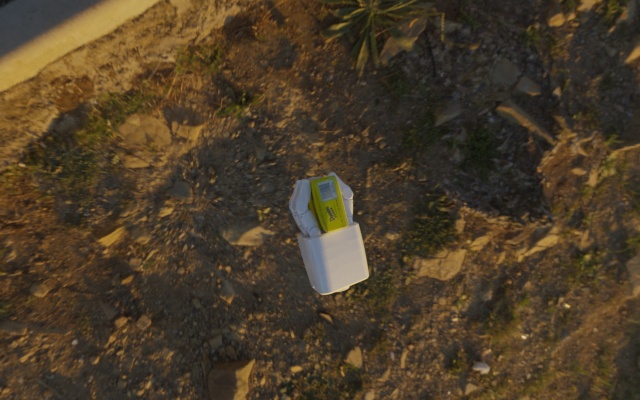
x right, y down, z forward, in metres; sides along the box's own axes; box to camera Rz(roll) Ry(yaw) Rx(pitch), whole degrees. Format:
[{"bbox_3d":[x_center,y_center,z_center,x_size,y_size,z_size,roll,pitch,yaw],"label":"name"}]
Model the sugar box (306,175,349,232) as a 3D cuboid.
[{"bbox_3d":[0.000,0.003,0.894,0.048,0.093,0.176,-15,5,-14],"label":"sugar box"}]
